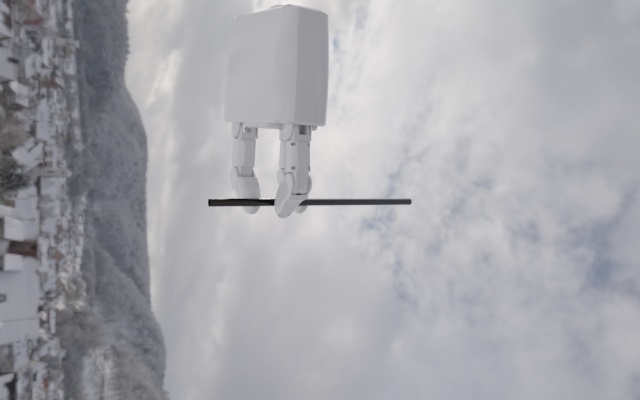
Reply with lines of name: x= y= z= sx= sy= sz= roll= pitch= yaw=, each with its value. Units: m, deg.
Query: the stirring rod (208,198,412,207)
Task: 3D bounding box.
stirring rod: x=0.000 y=0.002 z=0.510 sx=0.239 sy=0.011 sz=0.011 roll=0 pitch=0 yaw=-28
